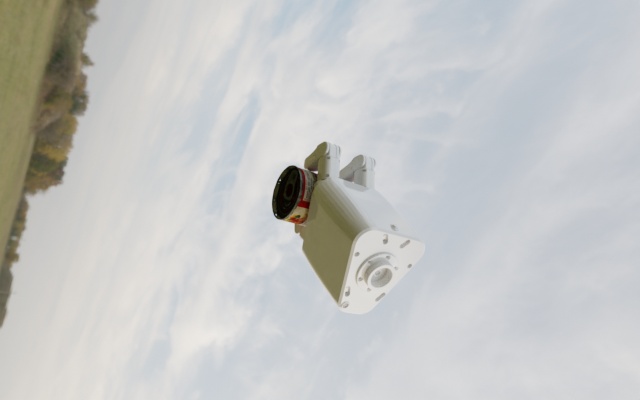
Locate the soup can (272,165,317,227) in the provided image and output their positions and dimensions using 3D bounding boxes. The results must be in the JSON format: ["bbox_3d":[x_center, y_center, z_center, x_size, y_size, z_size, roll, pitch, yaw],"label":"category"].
[{"bbox_3d":[0.000,0.002,0.595,0.102,0.068,0.068,16,-8,-31],"label":"soup can"}]
